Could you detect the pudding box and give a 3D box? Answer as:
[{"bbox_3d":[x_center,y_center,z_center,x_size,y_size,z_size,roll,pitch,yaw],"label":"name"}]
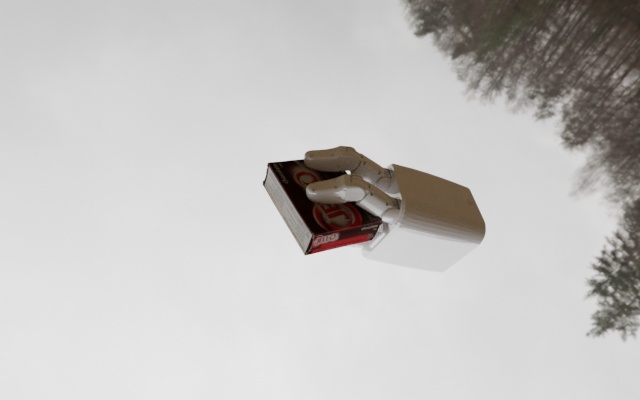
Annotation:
[{"bbox_3d":[0.000,0.002,0.524,0.090,0.039,0.113,-9,47,-33],"label":"pudding box"}]
